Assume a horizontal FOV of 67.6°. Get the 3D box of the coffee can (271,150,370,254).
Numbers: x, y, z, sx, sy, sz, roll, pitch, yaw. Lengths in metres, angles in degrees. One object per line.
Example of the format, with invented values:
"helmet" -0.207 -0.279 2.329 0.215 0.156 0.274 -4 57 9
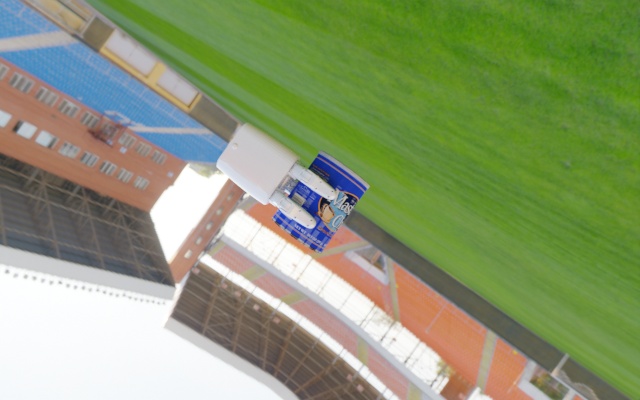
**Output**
"coffee can" 0.000 0.003 0.796 0.103 0.140 0.103 36 0 0
